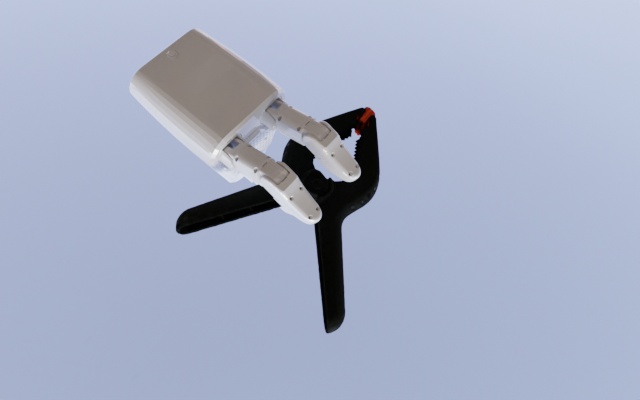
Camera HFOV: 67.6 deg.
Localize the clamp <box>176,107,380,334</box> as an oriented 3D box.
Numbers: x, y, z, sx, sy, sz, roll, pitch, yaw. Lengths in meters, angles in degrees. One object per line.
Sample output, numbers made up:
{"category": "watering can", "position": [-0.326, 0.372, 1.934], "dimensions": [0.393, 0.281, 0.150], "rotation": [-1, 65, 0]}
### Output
{"category": "clamp", "position": [0.000, 0.001, 0.437], "dimensions": [0.164, 0.210, 0.036], "rotation": [40, -22, 5]}
